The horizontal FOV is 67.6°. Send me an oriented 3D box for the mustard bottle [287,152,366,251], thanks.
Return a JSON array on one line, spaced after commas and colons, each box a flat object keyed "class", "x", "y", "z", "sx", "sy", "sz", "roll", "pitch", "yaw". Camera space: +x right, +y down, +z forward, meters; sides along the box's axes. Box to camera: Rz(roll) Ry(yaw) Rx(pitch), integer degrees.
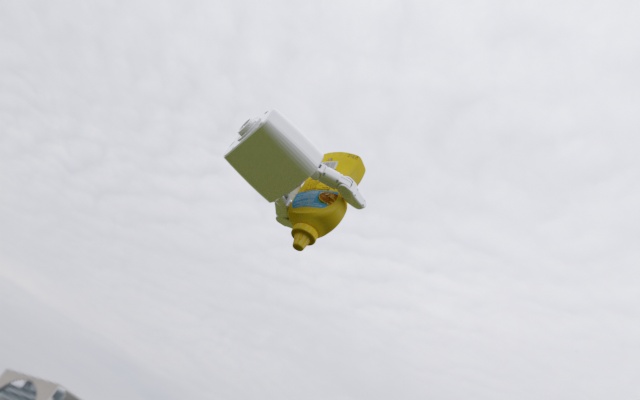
[{"class": "mustard bottle", "x": 0.000, "y": 0.003, "z": 0.766, "sx": 0.096, "sy": 0.058, "sz": 0.191, "roll": 1, "pitch": 45, "yaw": 30}]
